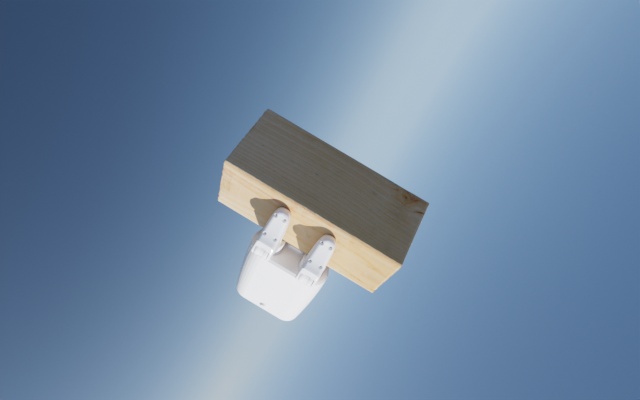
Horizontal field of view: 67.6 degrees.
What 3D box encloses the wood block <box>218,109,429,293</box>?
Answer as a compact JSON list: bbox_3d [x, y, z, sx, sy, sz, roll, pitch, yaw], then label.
[{"bbox_3d":[0.000,0.002,0.535,0.206,0.090,0.090,31,-33,1],"label":"wood block"}]
